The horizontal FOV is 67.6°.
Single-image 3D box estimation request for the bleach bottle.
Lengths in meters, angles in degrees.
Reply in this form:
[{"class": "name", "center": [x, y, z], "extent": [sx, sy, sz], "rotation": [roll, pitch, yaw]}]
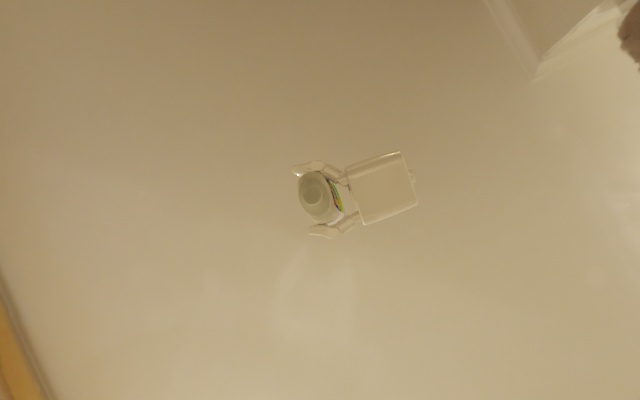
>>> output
[{"class": "bleach bottle", "center": [0.000, 0.003, 0.869], "extent": [0.068, 0.102, 0.251], "rotation": [-20, -3, 4]}]
